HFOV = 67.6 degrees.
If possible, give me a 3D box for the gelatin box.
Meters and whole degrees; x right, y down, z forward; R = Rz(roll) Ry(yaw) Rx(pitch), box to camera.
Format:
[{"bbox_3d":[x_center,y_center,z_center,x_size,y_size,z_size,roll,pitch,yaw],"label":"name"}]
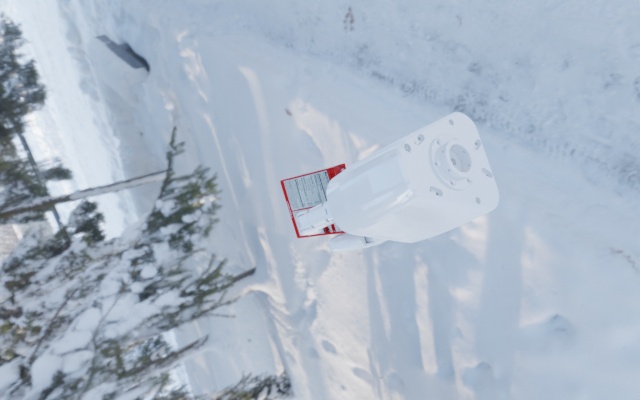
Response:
[{"bbox_3d":[0.000,0.002,0.544,0.030,0.073,0.089,-22,8,-43],"label":"gelatin box"}]
